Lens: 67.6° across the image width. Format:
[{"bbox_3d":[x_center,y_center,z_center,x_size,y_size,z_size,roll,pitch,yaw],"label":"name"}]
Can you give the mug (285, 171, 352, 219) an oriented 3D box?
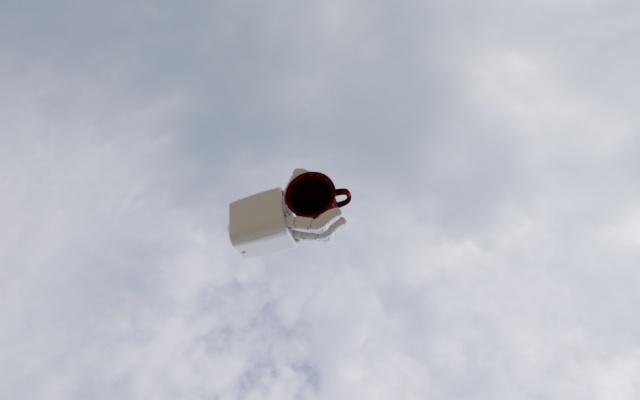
[{"bbox_3d":[0.002,0.003,0.889,0.117,0.093,0.081,-14,-29,4],"label":"mug"}]
